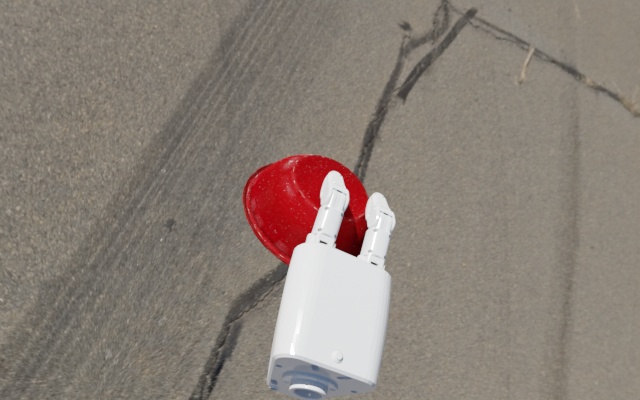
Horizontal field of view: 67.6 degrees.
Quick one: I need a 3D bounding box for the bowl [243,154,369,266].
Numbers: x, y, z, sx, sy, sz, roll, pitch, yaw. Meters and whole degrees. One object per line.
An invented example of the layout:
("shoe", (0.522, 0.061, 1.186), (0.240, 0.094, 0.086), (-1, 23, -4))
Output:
("bowl", (0.000, 0.000, 0.524), (0.162, 0.162, 0.055), (0, -39, -36))
